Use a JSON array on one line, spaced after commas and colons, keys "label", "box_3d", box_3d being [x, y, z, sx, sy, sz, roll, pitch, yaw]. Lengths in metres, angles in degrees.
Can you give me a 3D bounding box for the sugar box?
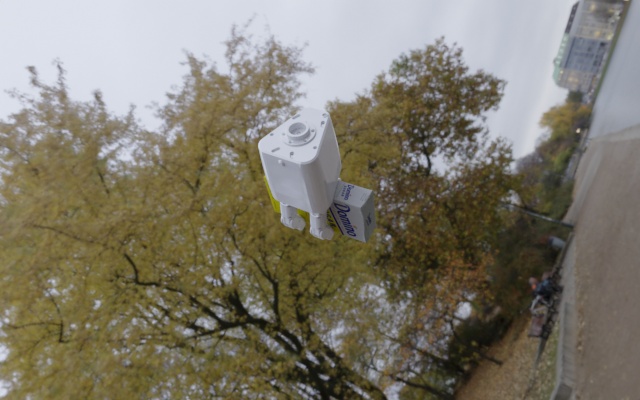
[{"label": "sugar box", "box_3d": [0.000, 0.003, 0.770, 0.176, 0.048, 0.093, 20, -33, 25]}]
